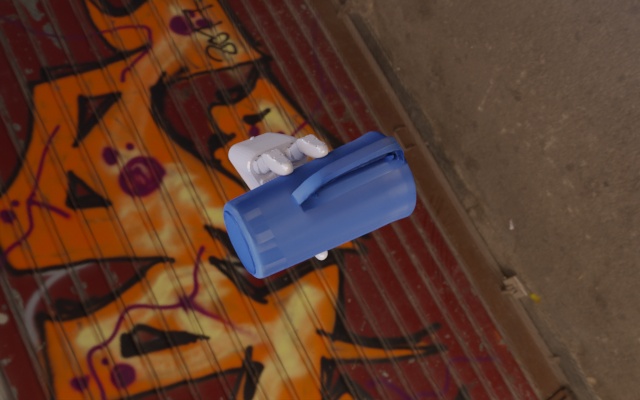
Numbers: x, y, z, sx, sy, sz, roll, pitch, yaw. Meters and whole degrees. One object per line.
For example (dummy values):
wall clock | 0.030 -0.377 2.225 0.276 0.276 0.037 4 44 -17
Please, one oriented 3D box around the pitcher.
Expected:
pitcher | 0.000 0.002 0.640 0.243 0.149 0.145 -25 27 -21
